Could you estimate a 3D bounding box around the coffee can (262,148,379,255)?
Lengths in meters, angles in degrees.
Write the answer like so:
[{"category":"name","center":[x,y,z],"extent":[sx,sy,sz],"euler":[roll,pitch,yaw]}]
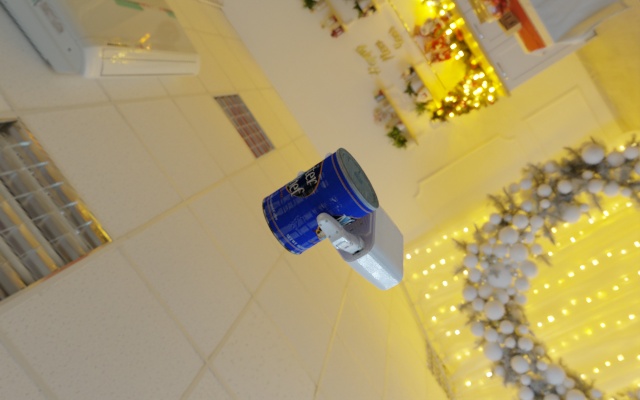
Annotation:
[{"category":"coffee can","center":[0.000,0.002,0.704],"extent":[0.140,0.103,0.103],"euler":[-32,-11,17]}]
